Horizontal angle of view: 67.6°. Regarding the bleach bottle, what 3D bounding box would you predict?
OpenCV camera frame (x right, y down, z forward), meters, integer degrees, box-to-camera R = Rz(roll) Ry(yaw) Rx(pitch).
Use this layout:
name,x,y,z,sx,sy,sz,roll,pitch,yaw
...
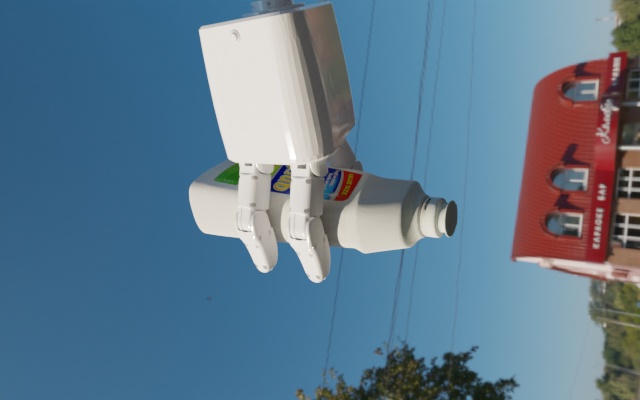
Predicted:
name,x,y,z,sx,sy,sz,roll,pitch,yaw
bleach bottle,0.000,0.002,0.436,0.251,0.068,0.102,5,27,34
